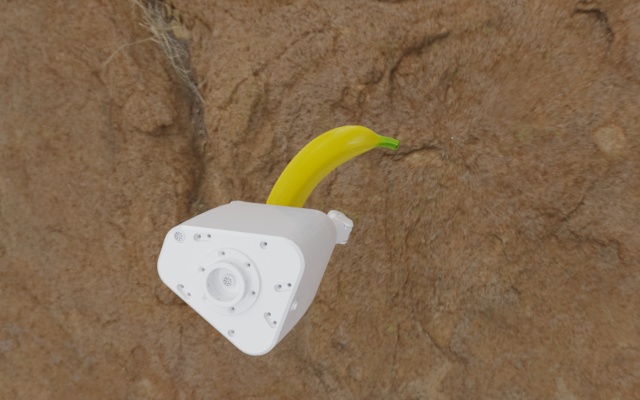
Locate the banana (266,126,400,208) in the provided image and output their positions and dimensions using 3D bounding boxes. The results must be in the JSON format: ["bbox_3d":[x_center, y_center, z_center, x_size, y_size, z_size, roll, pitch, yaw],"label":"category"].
[{"bbox_3d":[-0.010,-0.014,0.505,0.198,0.069,0.037,-44,-2,12],"label":"banana"}]
